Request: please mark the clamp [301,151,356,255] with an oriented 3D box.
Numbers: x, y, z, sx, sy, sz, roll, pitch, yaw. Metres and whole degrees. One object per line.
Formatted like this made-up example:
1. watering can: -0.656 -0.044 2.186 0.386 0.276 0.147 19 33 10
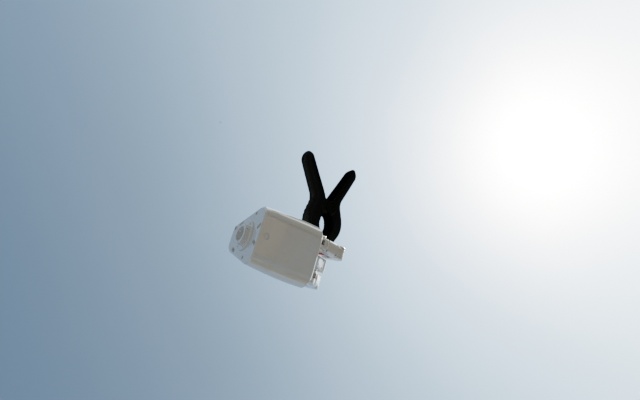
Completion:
1. clamp: 0.000 0.003 0.807 0.120 0.171 0.039 27 -24 -31
